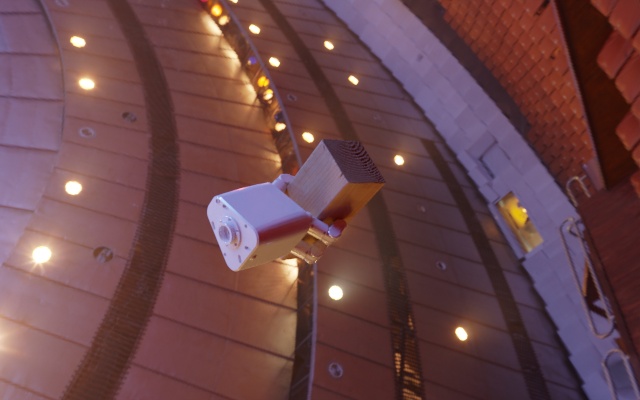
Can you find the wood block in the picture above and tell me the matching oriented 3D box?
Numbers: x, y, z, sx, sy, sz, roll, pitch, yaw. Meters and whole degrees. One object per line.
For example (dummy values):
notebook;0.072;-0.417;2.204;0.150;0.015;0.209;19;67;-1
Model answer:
wood block;0.000;0.002;0.795;0.090;0.090;0.206;-3;-36;-43
